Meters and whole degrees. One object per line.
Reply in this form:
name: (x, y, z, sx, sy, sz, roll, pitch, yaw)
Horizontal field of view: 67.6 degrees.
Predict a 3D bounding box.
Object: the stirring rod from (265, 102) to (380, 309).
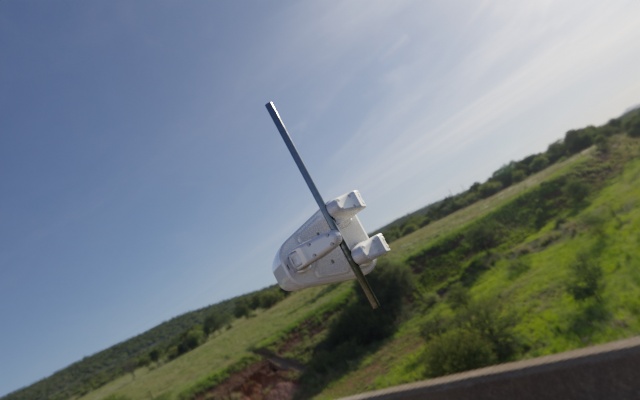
stirring rod: (0.000, 0.002, 0.494, 0.011, 0.239, 0.011, -27, -9, -5)
